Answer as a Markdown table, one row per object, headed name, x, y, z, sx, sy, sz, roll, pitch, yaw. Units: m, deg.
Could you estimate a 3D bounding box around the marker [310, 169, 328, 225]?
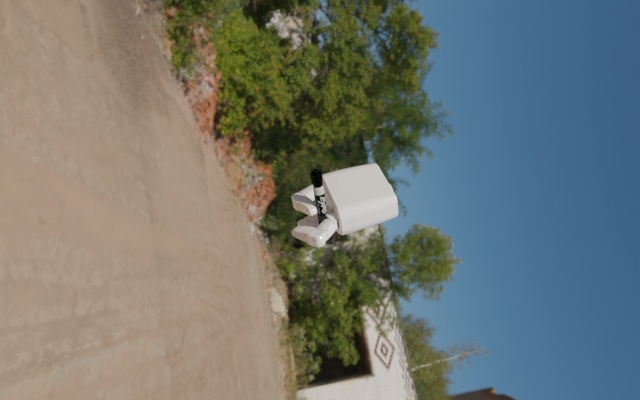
| name | x | y | z | sx | sy | sz | roll | pitch | yaw |
| --- | --- | --- | --- | --- | --- | --- | --- | --- | --- |
| marker | 0.000 | 0.003 | 0.776 | 0.020 | 0.121 | 0.020 | -6 | 33 | 4 |
